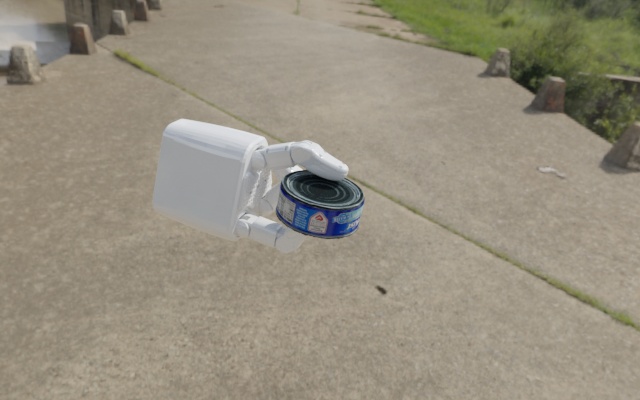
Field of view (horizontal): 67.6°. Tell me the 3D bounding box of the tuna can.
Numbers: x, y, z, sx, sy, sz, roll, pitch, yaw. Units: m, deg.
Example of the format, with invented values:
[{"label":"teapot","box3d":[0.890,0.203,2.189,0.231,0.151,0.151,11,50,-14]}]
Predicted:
[{"label":"tuna can","box3d":[0.000,0.001,0.475,0.086,0.034,0.086,10,26,-5]}]
